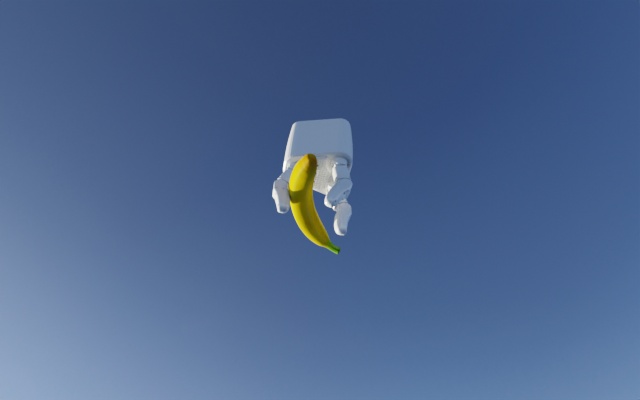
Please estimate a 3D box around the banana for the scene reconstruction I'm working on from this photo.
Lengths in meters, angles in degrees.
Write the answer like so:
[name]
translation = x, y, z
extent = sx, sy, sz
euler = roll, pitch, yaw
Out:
[banana]
translation = -0.016, 0.005, 0.752
extent = 0.069, 0.198, 0.037
euler = 2, 42, 22
